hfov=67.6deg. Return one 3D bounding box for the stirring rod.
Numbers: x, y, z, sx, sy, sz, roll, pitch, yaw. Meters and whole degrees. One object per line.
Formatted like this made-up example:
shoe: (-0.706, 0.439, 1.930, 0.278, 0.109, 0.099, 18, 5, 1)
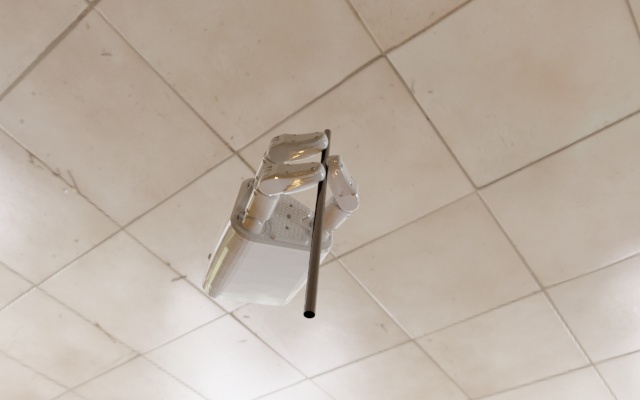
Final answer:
stirring rod: (0.000, 0.001, 0.403, 0.011, 0.011, 0.239, 0, 37, 4)
